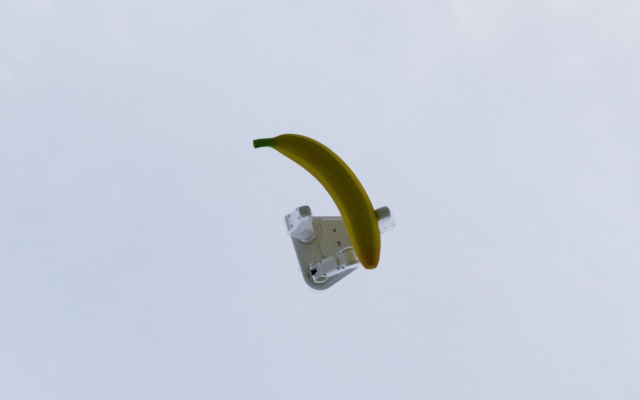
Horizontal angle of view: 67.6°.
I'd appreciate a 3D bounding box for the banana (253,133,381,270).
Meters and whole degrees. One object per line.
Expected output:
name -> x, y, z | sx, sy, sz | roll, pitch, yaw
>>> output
banana -> 0.012, -0.013, 0.539 | 0.069, 0.197, 0.037 | -41, -12, -13
